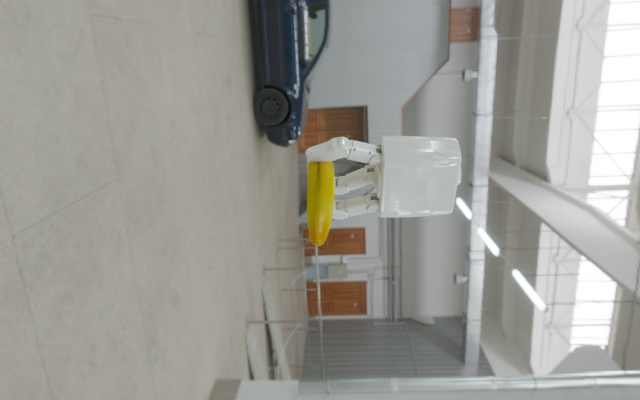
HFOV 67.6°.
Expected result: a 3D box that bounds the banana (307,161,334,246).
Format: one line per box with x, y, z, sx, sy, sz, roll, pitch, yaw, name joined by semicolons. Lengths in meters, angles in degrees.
0.000;-0.016;0.652;0.037;0.070;0.197;1;27;-1;banana
